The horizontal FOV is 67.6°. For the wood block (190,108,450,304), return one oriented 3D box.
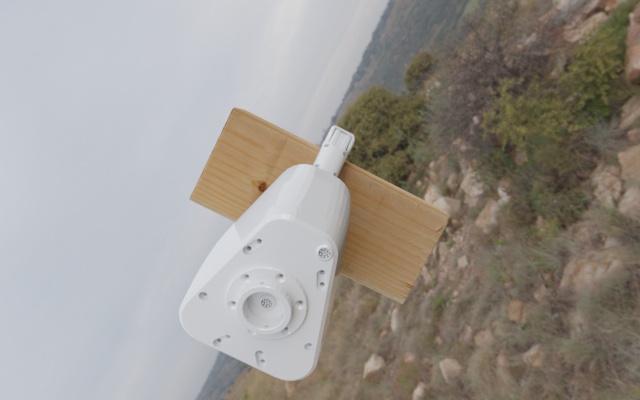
[{"bbox_3d":[0.000,0.001,0.448,0.206,0.091,0.090,27,7,-4],"label":"wood block"}]
